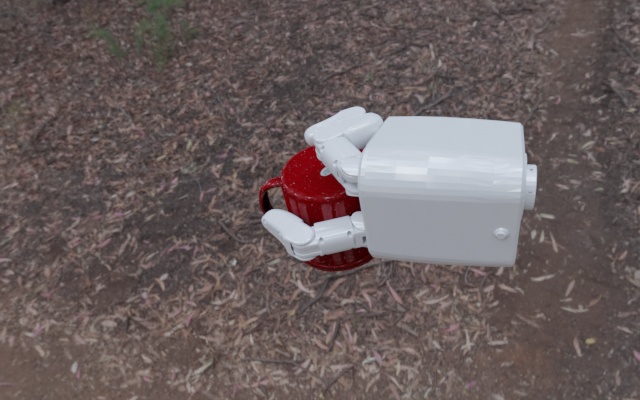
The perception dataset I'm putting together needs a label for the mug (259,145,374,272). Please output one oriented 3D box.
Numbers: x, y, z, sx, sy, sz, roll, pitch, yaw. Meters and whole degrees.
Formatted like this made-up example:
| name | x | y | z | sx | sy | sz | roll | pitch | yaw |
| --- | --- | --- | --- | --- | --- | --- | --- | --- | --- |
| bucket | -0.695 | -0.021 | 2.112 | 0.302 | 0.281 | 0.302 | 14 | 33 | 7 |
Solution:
| name | x | y | z | sx | sy | sz | roll | pitch | yaw |
| --- | --- | --- | --- | --- | --- | --- | --- | --- | --- |
| mug | -0.001 | 0.001 | 0.430 | 0.117 | 0.082 | 0.093 | 3 | 43 | 18 |
